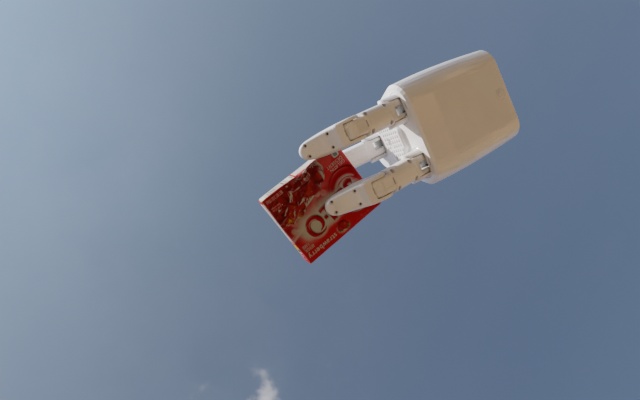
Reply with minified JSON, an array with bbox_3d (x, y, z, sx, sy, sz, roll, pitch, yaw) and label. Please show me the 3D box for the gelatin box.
[{"bbox_3d":[0.000,0.002,0.444,0.089,0.073,0.030,-39,11,-9],"label":"gelatin box"}]
